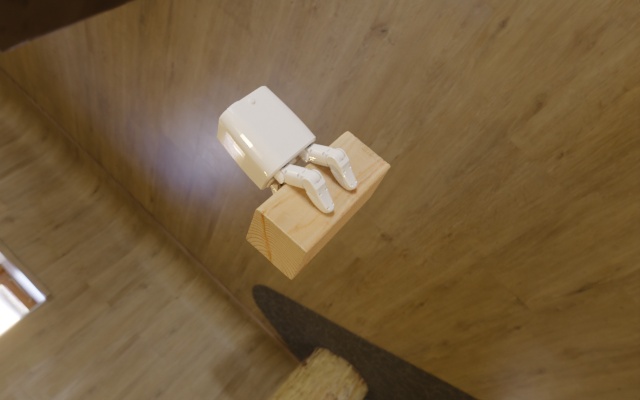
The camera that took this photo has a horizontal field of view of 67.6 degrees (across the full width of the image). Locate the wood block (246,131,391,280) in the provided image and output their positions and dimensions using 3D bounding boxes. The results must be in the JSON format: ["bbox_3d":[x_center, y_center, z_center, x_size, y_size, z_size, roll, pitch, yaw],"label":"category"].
[{"bbox_3d":[0.000,0.002,0.694,0.206,0.090,0.091,-44,-10,-34],"label":"wood block"}]
